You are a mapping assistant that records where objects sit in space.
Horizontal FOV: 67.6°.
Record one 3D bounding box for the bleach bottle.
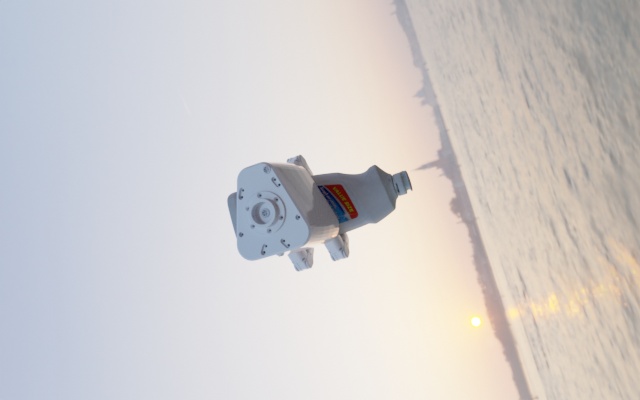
[{"bbox_3d":[0.000,0.002,0.664,0.251,0.102,0.068,-18,-5,17],"label":"bleach bottle"}]
